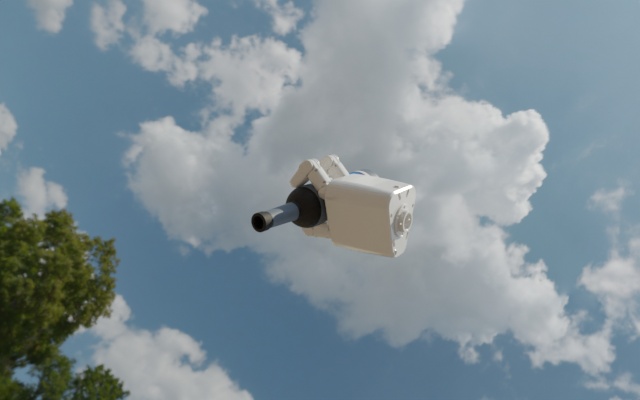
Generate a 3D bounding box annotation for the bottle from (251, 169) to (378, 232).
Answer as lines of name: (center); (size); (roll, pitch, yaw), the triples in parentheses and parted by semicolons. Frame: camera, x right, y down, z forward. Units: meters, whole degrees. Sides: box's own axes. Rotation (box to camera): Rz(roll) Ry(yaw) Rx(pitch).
bottle: (0.000, 0.002, 0.766); (0.069, 0.069, 0.295); (0, 11, 36)
